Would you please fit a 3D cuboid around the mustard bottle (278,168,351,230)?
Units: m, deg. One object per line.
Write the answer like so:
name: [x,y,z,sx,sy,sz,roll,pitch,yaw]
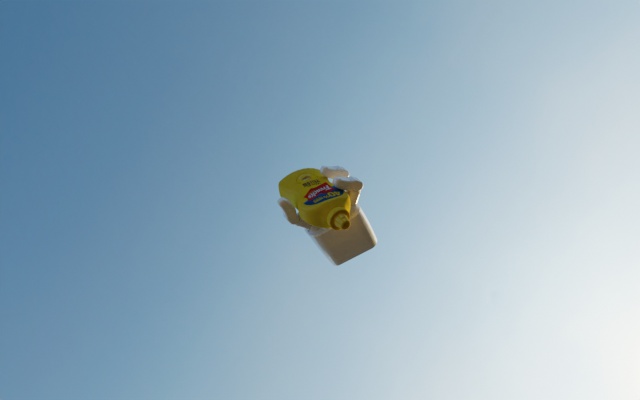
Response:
mustard bottle: [0.000,0.003,0.882,0.096,0.058,0.191,-18,33,-21]
